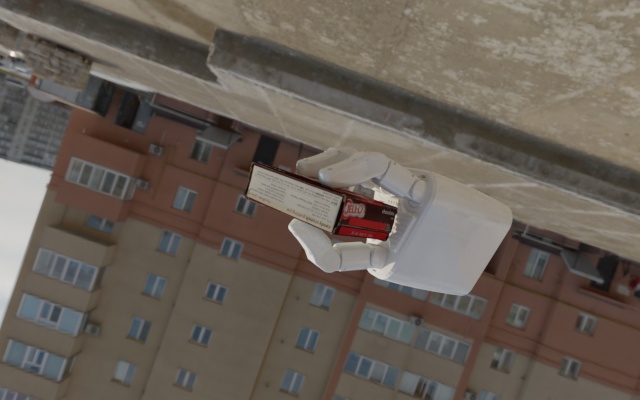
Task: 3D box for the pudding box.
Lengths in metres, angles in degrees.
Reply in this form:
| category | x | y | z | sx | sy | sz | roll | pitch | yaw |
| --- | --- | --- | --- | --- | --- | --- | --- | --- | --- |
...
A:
| category | x | y | z | sx | sy | sz | roll | pitch | yaw |
| --- | --- | --- | --- | --- | --- | --- | --- | --- | --- |
| pudding box | 0.000 | 0.002 | 0.436 | 0.113 | 0.039 | 0.090 | 18 | 3 | 37 |
